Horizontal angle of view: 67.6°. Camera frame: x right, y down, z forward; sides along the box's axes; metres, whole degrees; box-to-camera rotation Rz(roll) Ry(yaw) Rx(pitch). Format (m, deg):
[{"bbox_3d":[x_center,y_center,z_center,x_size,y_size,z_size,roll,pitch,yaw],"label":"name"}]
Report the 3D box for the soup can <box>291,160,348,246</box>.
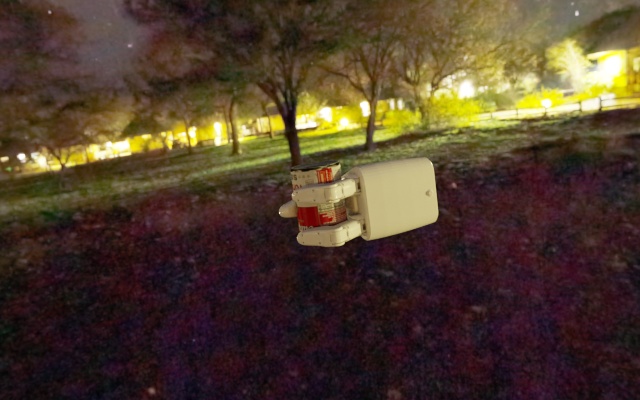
[{"bbox_3d":[0.000,0.002,0.636,0.068,0.102,0.068,-8,10,1],"label":"soup can"}]
